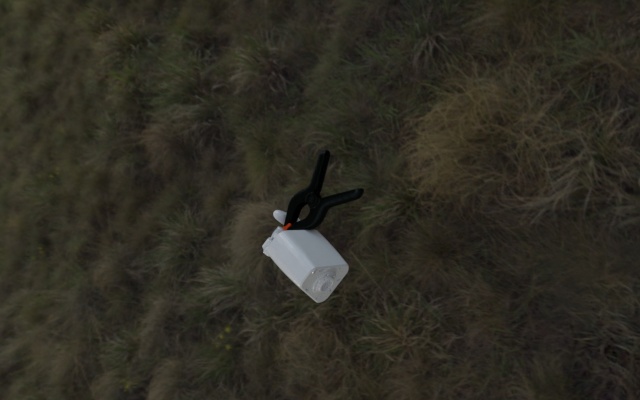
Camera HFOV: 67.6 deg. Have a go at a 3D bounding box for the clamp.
[{"bbox_3d":[0.000,0.003,0.899,0.120,0.171,0.039,42,14,33],"label":"clamp"}]
